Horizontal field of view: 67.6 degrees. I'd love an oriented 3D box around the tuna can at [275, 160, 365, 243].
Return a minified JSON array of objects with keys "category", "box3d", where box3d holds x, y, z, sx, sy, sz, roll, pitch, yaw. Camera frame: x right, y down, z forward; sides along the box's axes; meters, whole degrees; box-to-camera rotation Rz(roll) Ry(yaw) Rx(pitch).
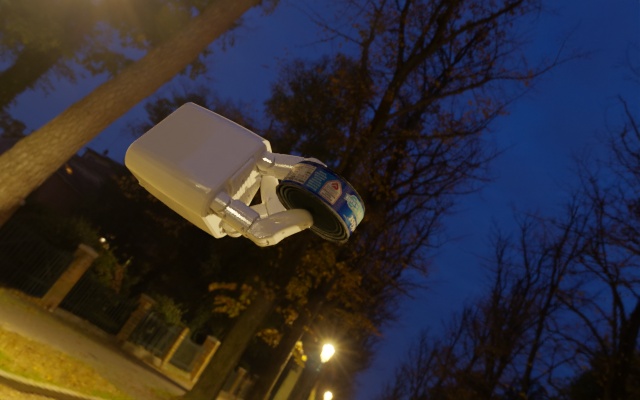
[{"category":"tuna can","box3d":[0.000,0.001,0.464,0.086,0.033,0.086,32,-22,15]}]
